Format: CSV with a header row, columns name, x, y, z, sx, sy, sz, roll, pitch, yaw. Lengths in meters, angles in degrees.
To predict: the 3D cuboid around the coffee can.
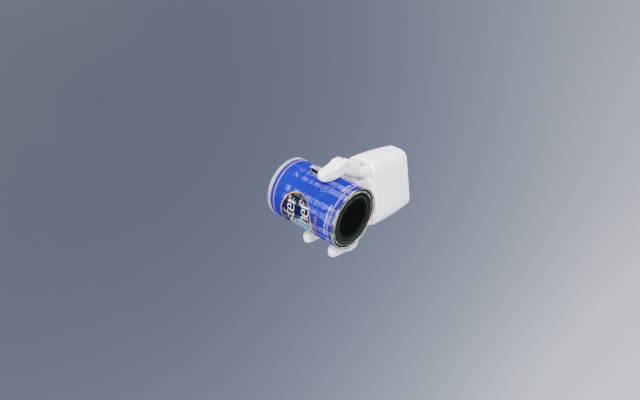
name,x,y,z,sx,sy,sz,roll,pitch,yaw
coffee can,0.000,0.002,0.762,0.140,0.103,0.103,27,16,34
